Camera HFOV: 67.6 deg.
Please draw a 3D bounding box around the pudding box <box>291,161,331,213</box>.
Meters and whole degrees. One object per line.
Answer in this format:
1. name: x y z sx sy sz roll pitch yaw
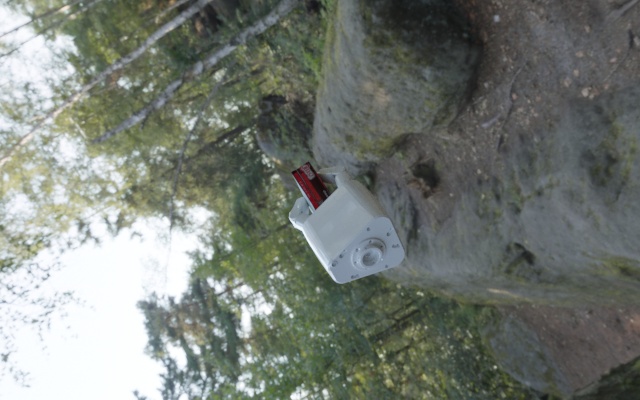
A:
1. pudding box: 0.000 0.003 0.773 0.039 0.090 0.114 -30 -29 -4
